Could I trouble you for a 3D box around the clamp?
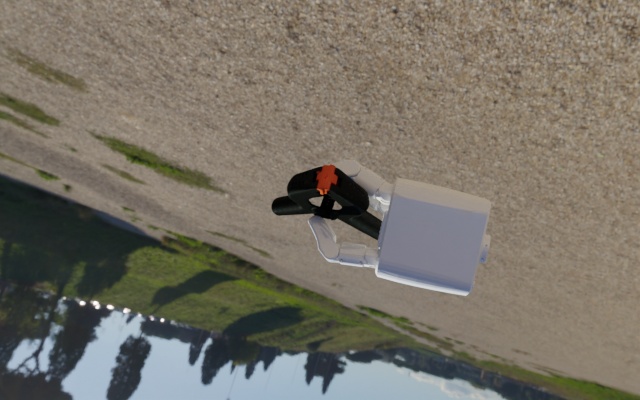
[{"bbox_3d":[0.000,0.003,0.576,0.164,0.036,0.210,11,-14,12],"label":"clamp"}]
